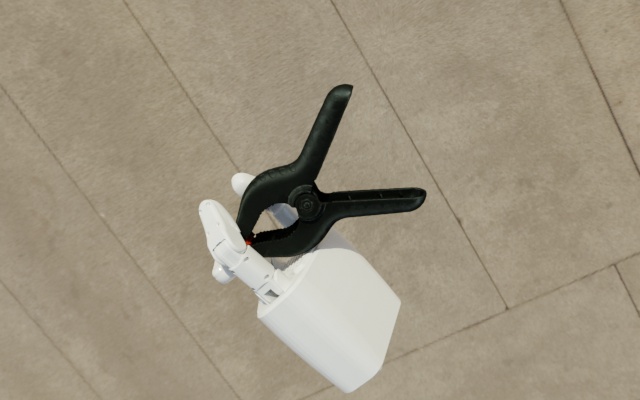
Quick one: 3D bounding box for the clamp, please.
[{"bbox_3d":[0.000,0.002,0.402,0.171,0.120,0.039,-42,8,18],"label":"clamp"}]
